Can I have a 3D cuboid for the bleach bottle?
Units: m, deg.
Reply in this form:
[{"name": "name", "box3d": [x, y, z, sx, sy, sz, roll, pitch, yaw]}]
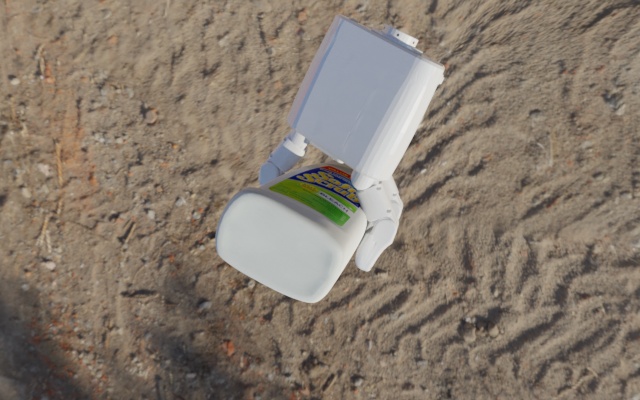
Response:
[{"name": "bleach bottle", "box3d": [0.000, 0.002, 0.464, 0.102, 0.068, 0.250, 28, 22, 5]}]
